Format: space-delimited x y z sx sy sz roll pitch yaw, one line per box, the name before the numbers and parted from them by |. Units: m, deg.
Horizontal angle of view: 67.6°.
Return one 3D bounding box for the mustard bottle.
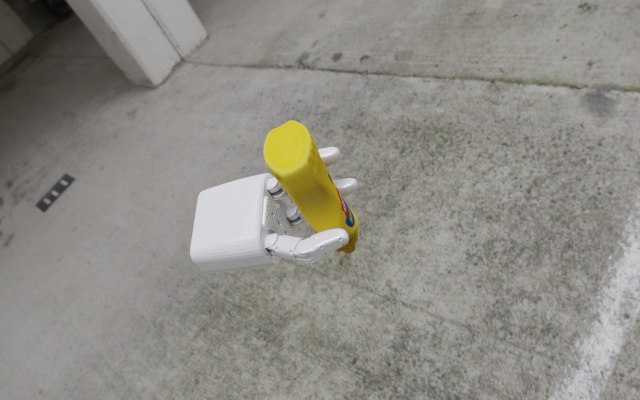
mustard bottle | 0.000 0.002 0.577 0.058 0.192 0.096 -27 40 5
